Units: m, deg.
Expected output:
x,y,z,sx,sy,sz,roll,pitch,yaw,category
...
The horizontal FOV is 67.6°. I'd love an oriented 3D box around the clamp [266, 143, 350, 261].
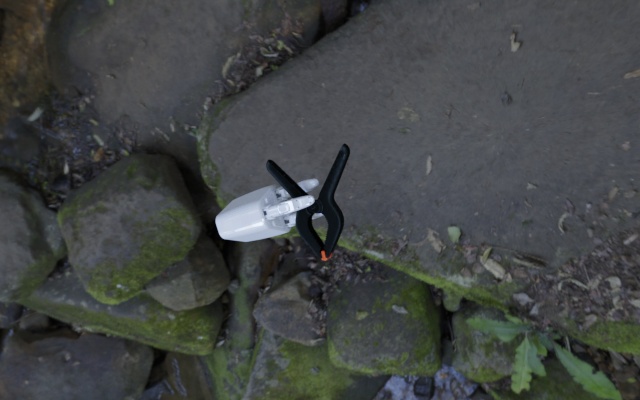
x,y,z,sx,sy,sz,roll,pitch,yaw,category
0.000,0.004,0.874,0.164,0.210,0.036,-17,1,23,clamp
